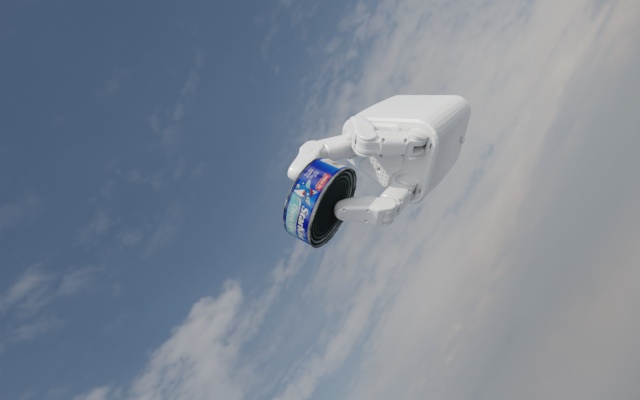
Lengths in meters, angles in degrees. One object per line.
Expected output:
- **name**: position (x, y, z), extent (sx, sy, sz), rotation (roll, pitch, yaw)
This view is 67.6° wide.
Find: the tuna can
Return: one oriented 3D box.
- **tuna can**: position (0.000, 0.001, 0.472), extent (0.033, 0.086, 0.086), rotation (26, 10, 22)
